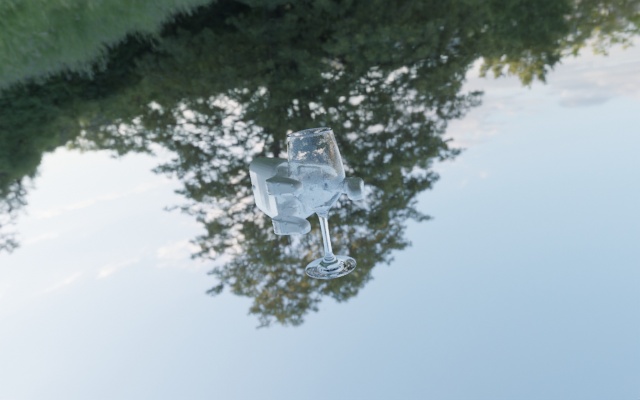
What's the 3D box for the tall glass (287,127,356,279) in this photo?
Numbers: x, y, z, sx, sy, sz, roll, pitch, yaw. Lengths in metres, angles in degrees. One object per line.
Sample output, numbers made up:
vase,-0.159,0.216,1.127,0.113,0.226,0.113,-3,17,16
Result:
tall glass,0.000,0.003,0.667,0.079,0.201,0.079,-8,16,2
